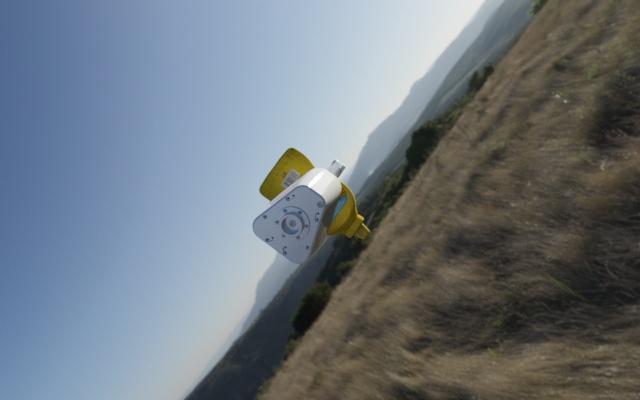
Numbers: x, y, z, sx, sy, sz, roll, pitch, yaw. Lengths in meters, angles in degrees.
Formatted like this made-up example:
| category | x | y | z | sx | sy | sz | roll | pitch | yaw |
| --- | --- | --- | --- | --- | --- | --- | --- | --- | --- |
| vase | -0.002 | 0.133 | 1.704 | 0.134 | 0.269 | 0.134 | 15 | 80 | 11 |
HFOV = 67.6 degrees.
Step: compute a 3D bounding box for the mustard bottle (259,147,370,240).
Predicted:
| category | x | y | z | sx | sy | sz | roll | pitch | yaw |
| --- | --- | --- | --- | --- | --- | --- | --- | --- | --- |
| mustard bottle | 0.000 | 0.002 | 0.796 | 0.191 | 0.096 | 0.058 | 36 | -5 | 1 |
